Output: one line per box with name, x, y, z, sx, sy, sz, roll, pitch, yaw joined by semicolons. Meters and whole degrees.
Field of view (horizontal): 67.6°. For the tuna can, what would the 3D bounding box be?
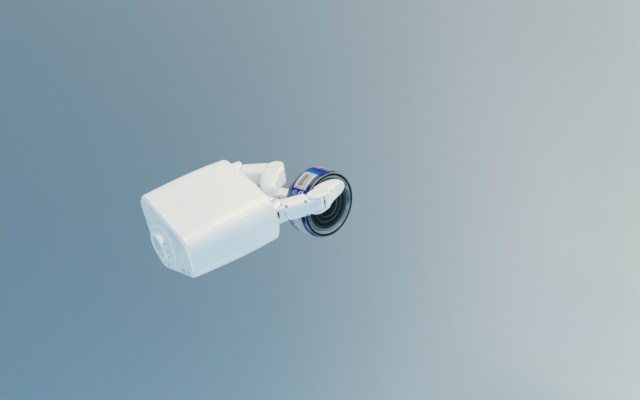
tuna can;0.001;0.002;0.595;0.086;0.086;0.033;0;13;-44
